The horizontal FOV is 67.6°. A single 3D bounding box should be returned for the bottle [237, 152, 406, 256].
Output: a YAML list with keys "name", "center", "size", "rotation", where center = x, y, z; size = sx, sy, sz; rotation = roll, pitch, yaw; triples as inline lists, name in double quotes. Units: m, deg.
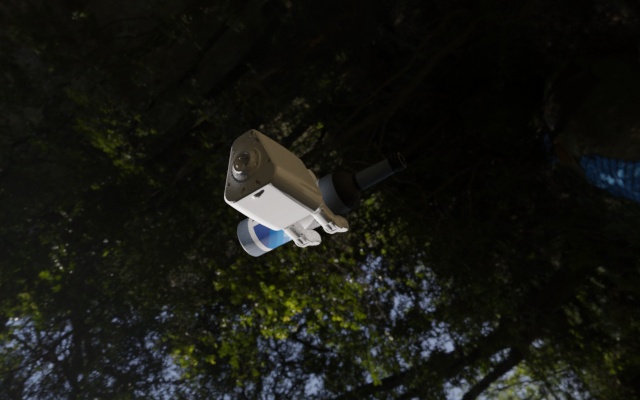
- name: "bottle"
  center: [0.000, 0.003, 0.762]
  size: [0.296, 0.069, 0.069]
  rotation: [-27, -11, 23]
